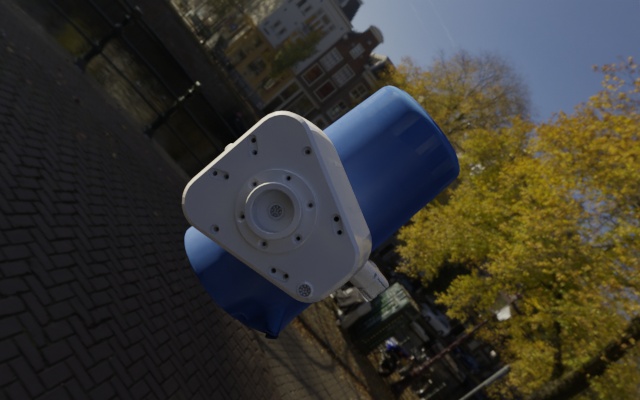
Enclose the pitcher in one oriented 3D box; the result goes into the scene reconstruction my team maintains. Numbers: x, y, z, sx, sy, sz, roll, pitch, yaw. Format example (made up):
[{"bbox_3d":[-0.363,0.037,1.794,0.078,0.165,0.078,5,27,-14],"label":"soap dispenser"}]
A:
[{"bbox_3d":[0.000,0.002,0.459,0.243,0.149,0.145,-39,-6,5],"label":"pitcher"}]
